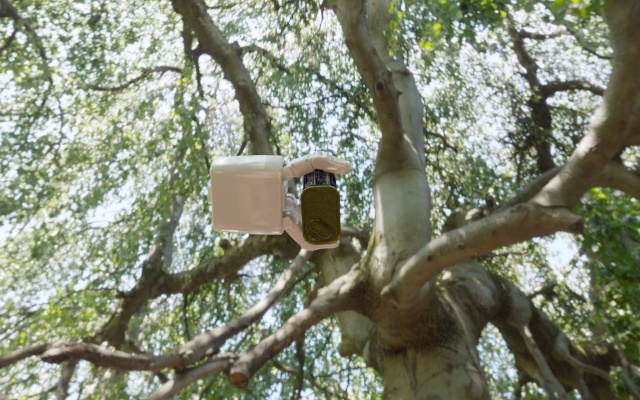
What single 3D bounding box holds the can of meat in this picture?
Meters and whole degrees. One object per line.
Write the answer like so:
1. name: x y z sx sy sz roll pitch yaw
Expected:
1. can of meat: 0.000 0.002 0.729 0.057 0.102 0.084 -3 31 0
